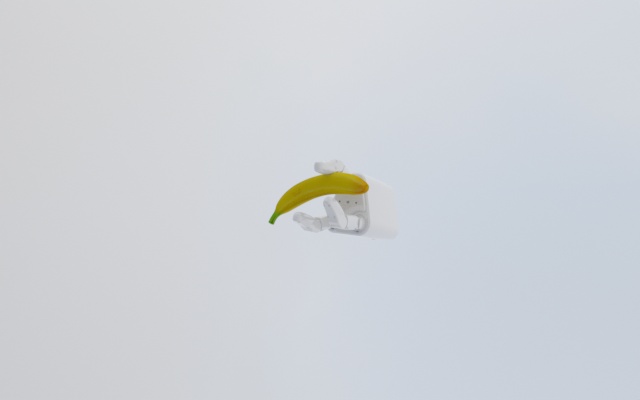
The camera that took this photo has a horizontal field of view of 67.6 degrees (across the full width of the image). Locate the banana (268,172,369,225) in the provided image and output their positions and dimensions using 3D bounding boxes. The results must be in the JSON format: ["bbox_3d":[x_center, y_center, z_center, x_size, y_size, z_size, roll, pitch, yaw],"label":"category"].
[{"bbox_3d":[-0.003,-0.013,0.805,0.198,0.069,0.037,-21,-35,30],"label":"banana"}]
